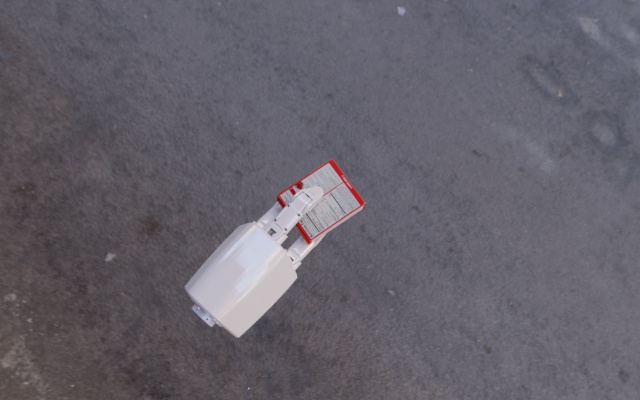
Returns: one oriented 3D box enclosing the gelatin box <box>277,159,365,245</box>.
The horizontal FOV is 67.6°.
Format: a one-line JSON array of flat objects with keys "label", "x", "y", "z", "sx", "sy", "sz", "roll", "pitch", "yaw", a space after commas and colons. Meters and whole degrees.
[{"label": "gelatin box", "x": 0.000, "y": 0.002, "z": 0.608, "sx": 0.089, "sy": 0.073, "sz": 0.030, "roll": -34, "pitch": -11, "yaw": -10}]
